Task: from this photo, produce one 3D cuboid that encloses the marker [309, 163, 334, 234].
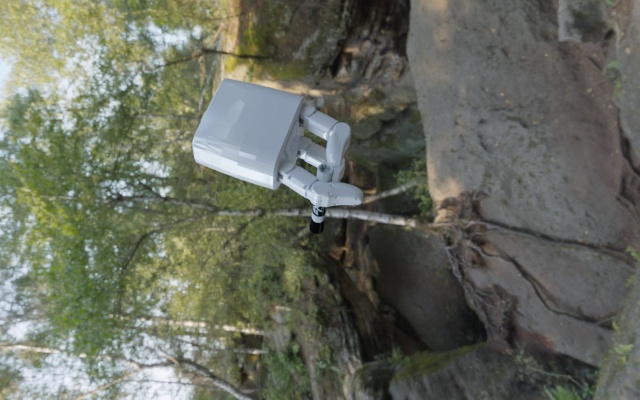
[{"bbox_3d":[0.000,0.002,0.581,0.020,0.020,0.121,0,-39,-7],"label":"marker"}]
